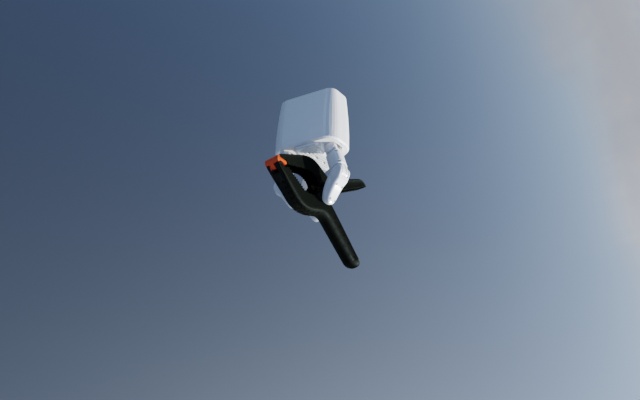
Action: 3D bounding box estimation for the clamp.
[{"bbox_3d":[0.000,0.002,0.720,0.036,0.164,0.210,-23,-38,36],"label":"clamp"}]
